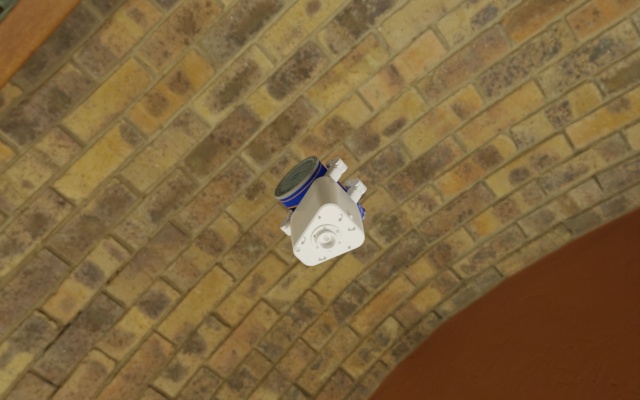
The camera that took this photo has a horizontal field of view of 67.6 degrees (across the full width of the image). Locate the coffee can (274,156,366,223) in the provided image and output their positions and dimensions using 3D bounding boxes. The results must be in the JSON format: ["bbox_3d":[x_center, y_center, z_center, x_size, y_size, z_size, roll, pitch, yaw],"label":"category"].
[{"bbox_3d":[0.000,0.003,0.875,0.140,0.102,0.103,46,-20,-20],"label":"coffee can"}]
